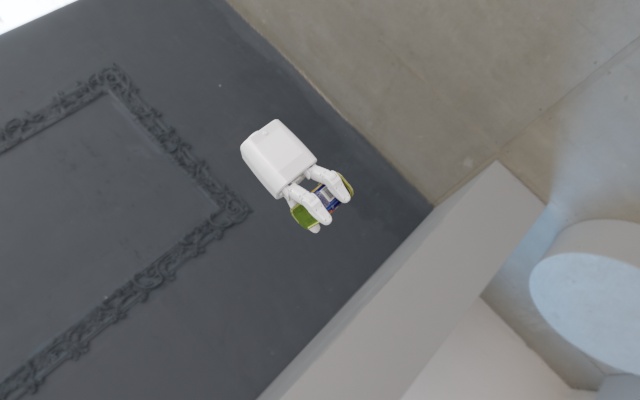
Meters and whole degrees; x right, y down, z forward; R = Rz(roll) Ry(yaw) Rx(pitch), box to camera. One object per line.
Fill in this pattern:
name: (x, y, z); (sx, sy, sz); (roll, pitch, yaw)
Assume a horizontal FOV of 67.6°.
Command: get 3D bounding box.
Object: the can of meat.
can of meat: (0.000, 0.003, 0.875); (0.084, 0.057, 0.102); (-41, 2, -26)
